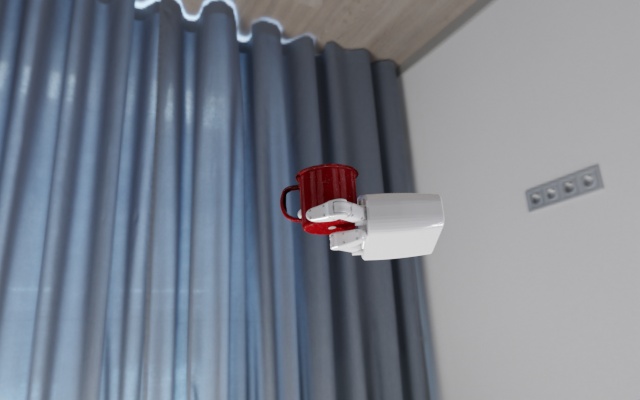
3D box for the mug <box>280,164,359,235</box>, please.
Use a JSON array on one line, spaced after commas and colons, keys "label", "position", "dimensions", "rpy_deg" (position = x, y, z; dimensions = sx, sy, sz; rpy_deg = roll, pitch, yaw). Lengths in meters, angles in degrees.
[{"label": "mug", "position": [-0.001, 0.003, 0.690], "dimensions": [0.117, 0.081, 0.093], "rpy_deg": [-3, -18, -1]}]
